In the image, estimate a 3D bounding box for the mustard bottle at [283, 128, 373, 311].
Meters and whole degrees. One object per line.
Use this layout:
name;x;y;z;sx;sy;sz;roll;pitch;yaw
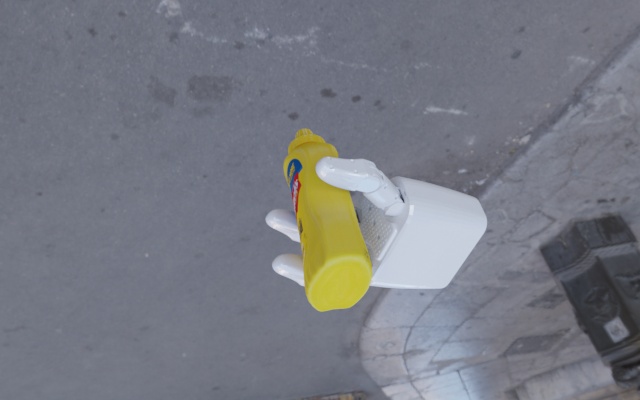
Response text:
mustard bottle;0.000;0.002;0.464;0.058;0.191;0.096;-7;-37;-8
